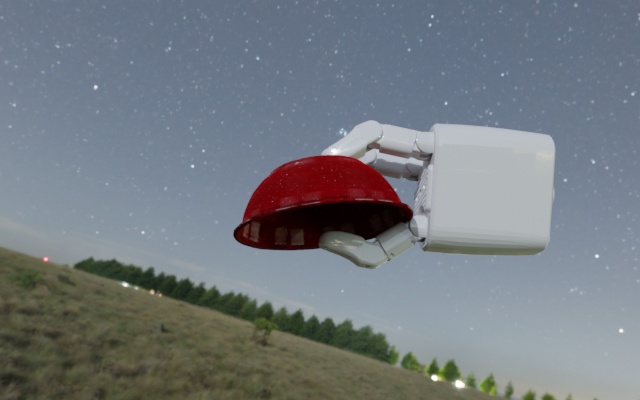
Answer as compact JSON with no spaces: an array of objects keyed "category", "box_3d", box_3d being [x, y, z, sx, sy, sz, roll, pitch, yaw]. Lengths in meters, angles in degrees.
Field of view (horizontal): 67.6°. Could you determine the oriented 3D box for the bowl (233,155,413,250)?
[{"category":"bowl","box_3d":[-0.001,0.001,0.437,0.162,0.055,0.162,-7,-17,-2]}]
